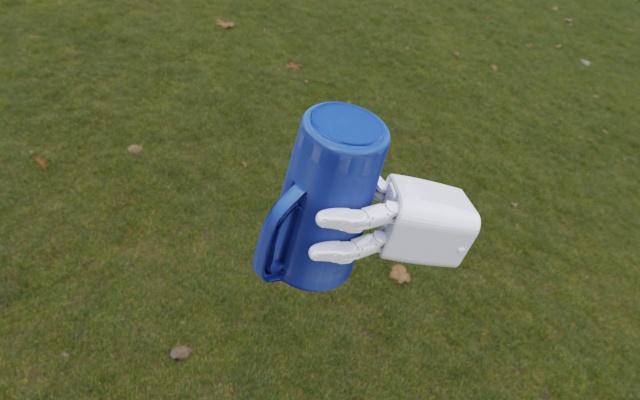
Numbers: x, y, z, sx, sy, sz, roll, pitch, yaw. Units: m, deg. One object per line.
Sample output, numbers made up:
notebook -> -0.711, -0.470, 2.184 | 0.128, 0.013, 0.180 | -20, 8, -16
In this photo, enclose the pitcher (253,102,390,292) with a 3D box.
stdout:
pitcher -> 0.000, 0.002, 0.626 | 0.145, 0.243, 0.149 | 10, 41, -6
